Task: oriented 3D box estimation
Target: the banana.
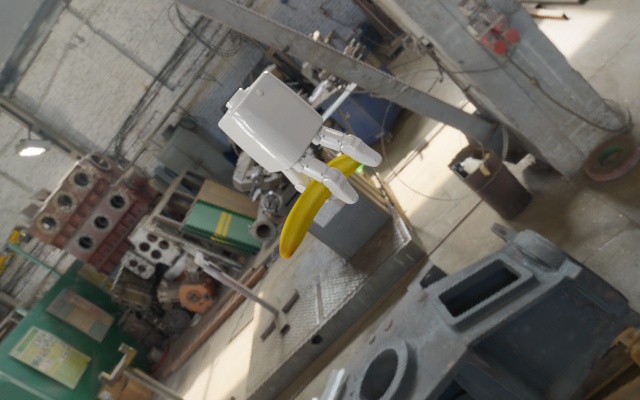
[{"bbox_3d":[-0.004,-0.002,0.700,0.037,0.198,0.069,42,-9,-20],"label":"banana"}]
